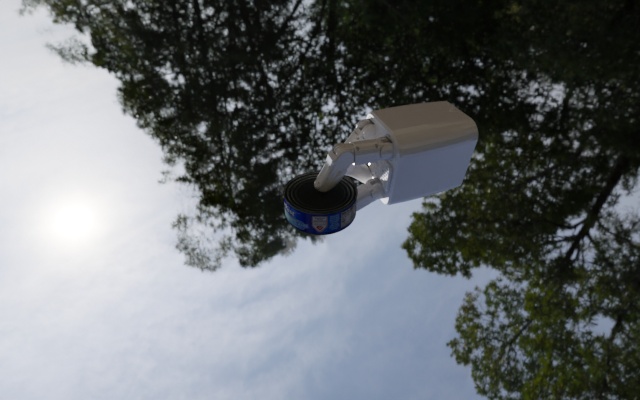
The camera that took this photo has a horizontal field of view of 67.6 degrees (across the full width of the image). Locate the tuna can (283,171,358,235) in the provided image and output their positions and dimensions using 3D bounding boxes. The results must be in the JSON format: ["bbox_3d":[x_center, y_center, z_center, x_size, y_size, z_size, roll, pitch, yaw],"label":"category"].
[{"bbox_3d":[0.000,0.002,0.557,0.086,0.034,0.086,0,36,0],"label":"tuna can"}]
